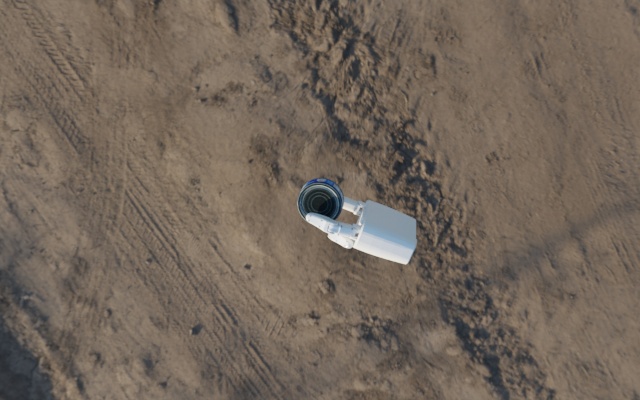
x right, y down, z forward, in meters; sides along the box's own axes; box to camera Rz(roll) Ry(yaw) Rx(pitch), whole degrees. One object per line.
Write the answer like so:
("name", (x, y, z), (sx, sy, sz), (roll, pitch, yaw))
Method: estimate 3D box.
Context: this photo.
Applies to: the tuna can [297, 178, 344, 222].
("tuna can", (0.000, 0.003, 0.888), (0.086, 0.086, 0.033), (0, 17, 8))
